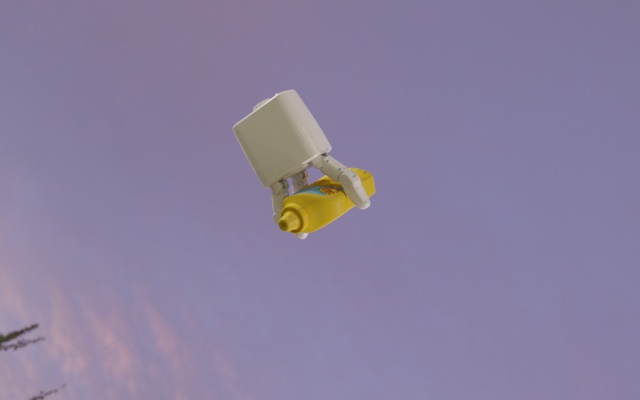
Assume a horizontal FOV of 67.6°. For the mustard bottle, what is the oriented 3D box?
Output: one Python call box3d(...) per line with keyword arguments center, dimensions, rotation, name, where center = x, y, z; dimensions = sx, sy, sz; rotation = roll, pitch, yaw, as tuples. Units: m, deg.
box3d(center=(0.000, 0.003, 0.712), dimensions=(0.096, 0.058, 0.191), rotation=(0, 18, 33), name="mustard bottle")
